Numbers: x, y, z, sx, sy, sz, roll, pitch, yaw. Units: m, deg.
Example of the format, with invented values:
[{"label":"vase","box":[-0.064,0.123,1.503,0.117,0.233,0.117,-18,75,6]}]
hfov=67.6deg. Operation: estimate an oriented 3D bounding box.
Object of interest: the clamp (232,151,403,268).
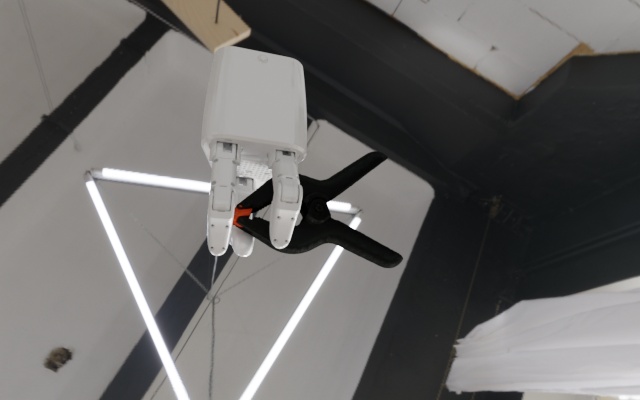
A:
[{"label":"clamp","box":[0.000,0.002,0.471,0.171,0.120,0.039,7,-23,-16]}]
